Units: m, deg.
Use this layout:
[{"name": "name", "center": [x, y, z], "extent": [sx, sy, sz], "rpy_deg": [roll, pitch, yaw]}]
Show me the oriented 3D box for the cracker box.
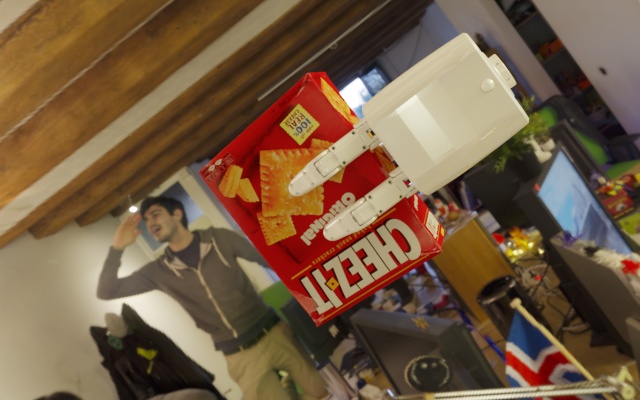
[{"name": "cracker box", "center": [0.000, 0.001, 0.501], "extent": [0.164, 0.214, 0.072], "rpy_deg": [-36, 2, 22]}]
